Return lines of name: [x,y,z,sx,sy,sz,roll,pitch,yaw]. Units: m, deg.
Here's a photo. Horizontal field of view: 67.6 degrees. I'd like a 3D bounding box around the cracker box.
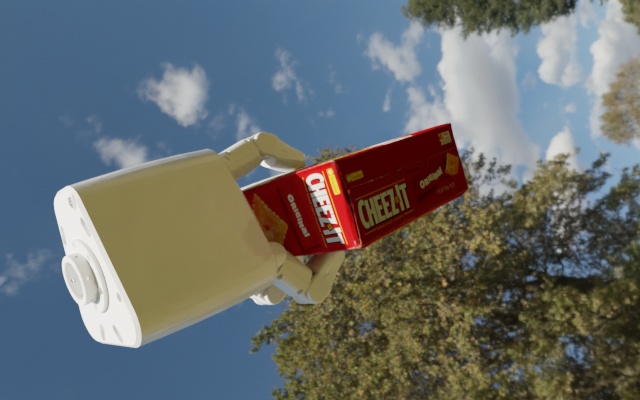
cracker box: [0.000,0.001,0.442,0.214,0.072,0.164,-14,6,46]
